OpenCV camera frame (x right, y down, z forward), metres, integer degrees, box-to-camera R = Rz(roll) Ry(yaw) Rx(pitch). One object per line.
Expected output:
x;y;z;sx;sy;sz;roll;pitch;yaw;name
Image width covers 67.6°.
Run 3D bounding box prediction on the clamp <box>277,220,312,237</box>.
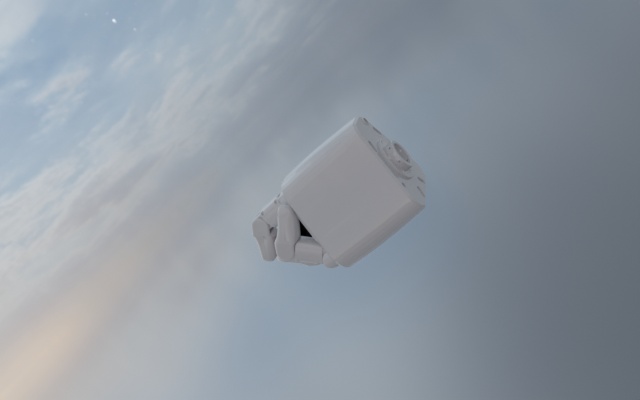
0.000;0.002;0.591;0.120;0.039;0.171;-40;13;27;clamp
